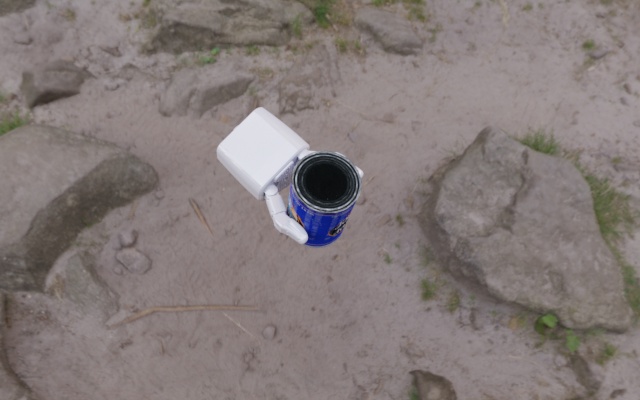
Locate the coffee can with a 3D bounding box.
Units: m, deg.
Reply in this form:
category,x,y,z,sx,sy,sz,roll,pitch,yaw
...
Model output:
category,x,y,z,sx,sy,sz,roll,pitch,yaw
coffee can,0.000,0.003,0.746,0.103,0.102,0.140,0,-26,-9
